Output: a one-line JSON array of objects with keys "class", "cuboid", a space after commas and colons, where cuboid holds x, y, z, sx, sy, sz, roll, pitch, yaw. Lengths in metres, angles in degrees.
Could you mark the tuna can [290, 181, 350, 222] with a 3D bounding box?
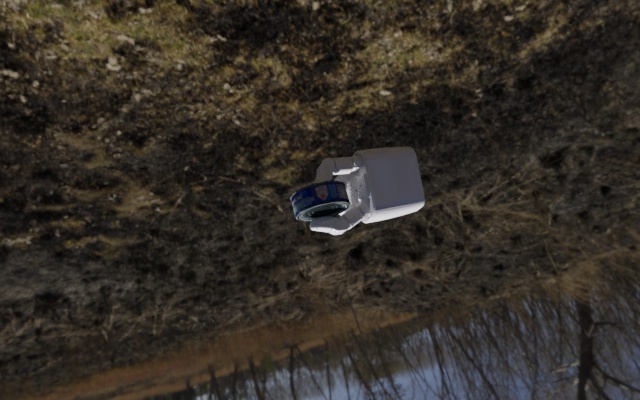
[{"class": "tuna can", "cuboid": [0.000, 0.003, 0.714, 0.086, 0.033, 0.086, -13, -17, -4]}]
